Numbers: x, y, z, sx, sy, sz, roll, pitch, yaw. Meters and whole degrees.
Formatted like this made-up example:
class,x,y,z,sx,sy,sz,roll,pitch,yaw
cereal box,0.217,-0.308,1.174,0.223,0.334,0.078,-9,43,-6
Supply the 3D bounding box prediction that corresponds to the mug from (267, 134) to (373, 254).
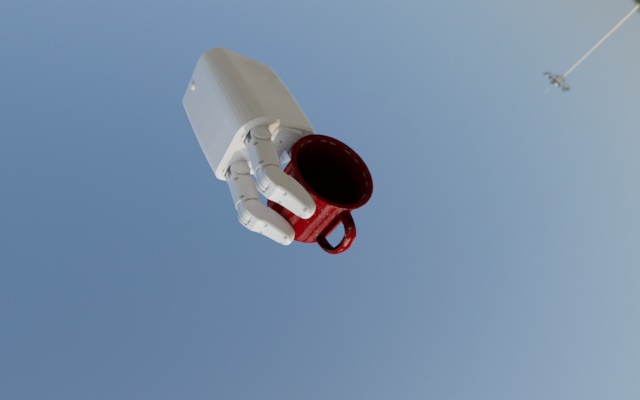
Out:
class,x,y,z,sx,sy,sz,roll,pitch,yaw
mug,0.001,0.003,0.497,0.093,0.117,0.081,-10,-28,-39
